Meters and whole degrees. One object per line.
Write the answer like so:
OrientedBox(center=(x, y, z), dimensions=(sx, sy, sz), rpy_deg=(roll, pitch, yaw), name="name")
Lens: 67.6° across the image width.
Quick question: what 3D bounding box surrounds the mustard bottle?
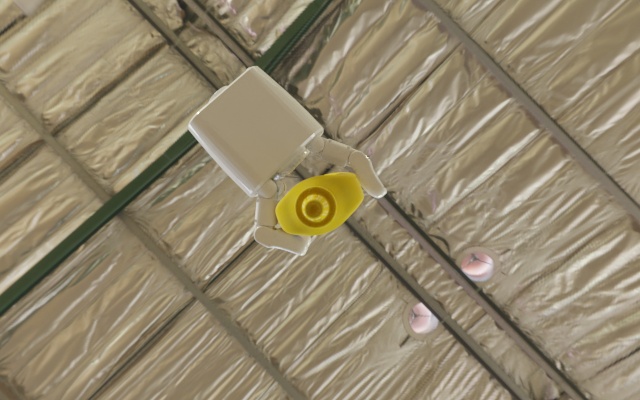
OrientedBox(center=(0.000, 0.002, 0.529), dimensions=(0.096, 0.058, 0.191), rpy_deg=(-21, 1, 5), name="mustard bottle")
